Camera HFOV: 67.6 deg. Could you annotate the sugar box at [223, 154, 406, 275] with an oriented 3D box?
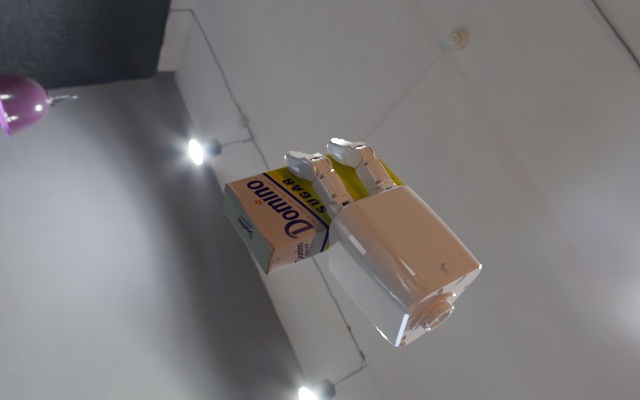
[{"bbox_3d":[0.000,0.001,0.490,0.176,0.048,0.093,-18,53,-33],"label":"sugar box"}]
